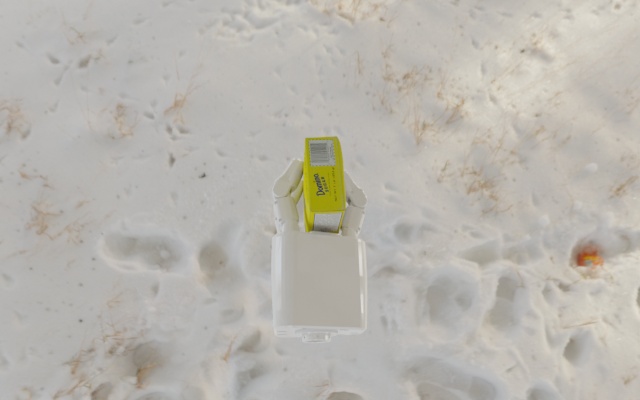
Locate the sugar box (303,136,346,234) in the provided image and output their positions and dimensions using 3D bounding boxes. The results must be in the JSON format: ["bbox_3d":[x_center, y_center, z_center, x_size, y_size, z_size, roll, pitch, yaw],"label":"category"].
[{"bbox_3d":[0.000,0.002,0.602,0.048,0.093,0.176,-1,-23,-6],"label":"sugar box"}]
